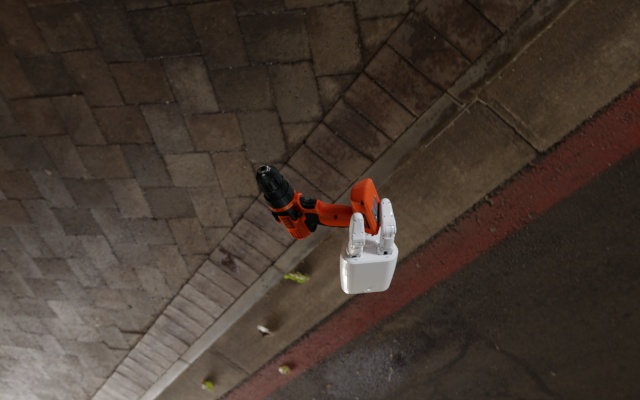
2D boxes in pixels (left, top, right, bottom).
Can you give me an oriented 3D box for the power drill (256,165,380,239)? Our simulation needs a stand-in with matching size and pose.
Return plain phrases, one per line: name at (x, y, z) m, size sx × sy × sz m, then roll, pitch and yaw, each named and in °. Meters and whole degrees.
power drill at (0.001, 0.003, 0.803) m, size 0.187 × 0.057 × 0.185 m, roll 1°, pitch -35°, yaw 24°
